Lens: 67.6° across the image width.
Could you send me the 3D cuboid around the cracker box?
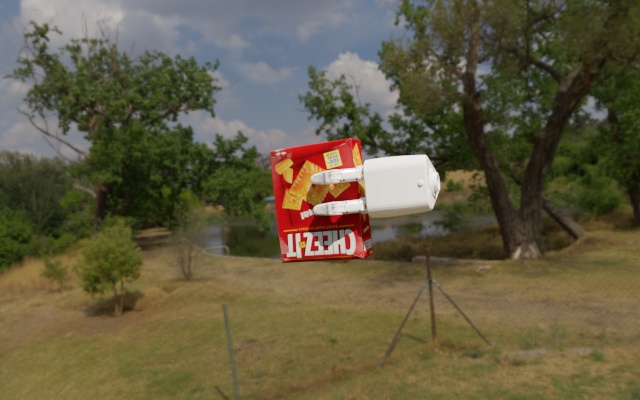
[{"bbox_3d":[0.000,0.003,0.881,0.164,0.213,0.072,-6,0,21],"label":"cracker box"}]
